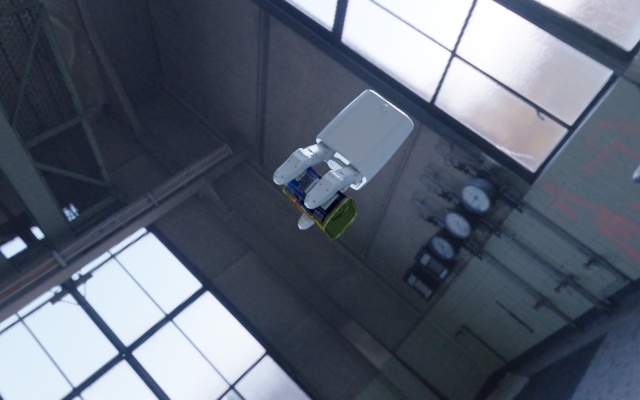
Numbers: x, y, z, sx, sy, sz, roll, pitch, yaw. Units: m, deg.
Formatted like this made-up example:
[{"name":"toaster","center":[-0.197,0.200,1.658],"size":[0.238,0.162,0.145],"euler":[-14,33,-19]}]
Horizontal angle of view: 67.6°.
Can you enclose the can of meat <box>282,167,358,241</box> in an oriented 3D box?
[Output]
[{"name":"can of meat","center":[0.000,0.002,0.670],"size":[0.084,0.057,0.102],"euler":[41,-6,18]}]
